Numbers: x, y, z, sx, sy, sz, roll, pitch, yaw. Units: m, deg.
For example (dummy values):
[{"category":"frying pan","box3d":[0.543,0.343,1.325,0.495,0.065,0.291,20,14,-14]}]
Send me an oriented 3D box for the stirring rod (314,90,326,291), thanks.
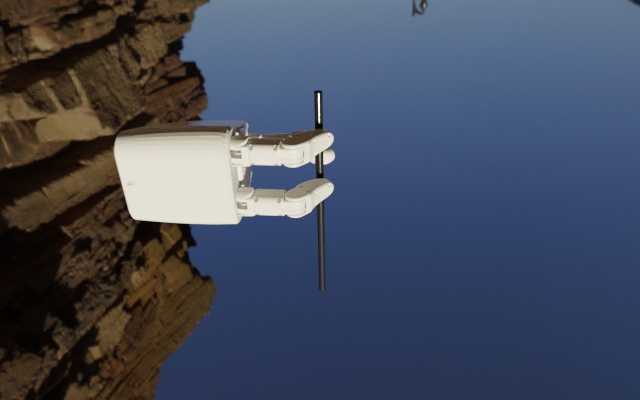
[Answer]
[{"category":"stirring rod","box3d":[0.000,0.002,0.508,0.011,0.240,0.011,-1,31,1]}]
